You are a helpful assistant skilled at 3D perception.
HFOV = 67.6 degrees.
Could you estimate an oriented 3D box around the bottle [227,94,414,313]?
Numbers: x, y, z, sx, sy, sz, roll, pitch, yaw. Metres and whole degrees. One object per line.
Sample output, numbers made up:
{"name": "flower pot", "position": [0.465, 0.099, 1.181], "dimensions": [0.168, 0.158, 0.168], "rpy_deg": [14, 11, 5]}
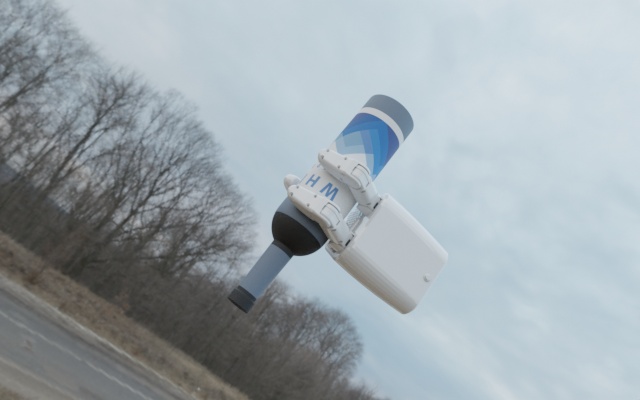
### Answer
{"name": "bottle", "position": [0.000, 0.002, 0.546], "dimensions": [0.069, 0.295, 0.069], "rpy_deg": [34, -19, 14]}
